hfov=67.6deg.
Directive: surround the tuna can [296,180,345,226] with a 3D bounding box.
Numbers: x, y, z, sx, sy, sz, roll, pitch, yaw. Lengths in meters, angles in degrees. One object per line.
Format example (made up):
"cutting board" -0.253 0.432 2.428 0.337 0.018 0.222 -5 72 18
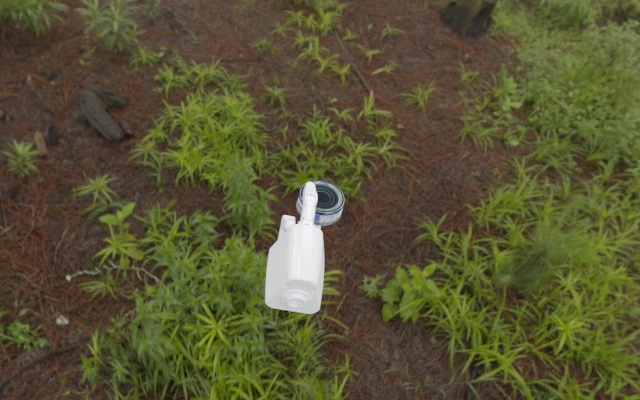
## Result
"tuna can" 0.000 0.002 0.870 0.086 0.086 0.034 0 -43 -16
